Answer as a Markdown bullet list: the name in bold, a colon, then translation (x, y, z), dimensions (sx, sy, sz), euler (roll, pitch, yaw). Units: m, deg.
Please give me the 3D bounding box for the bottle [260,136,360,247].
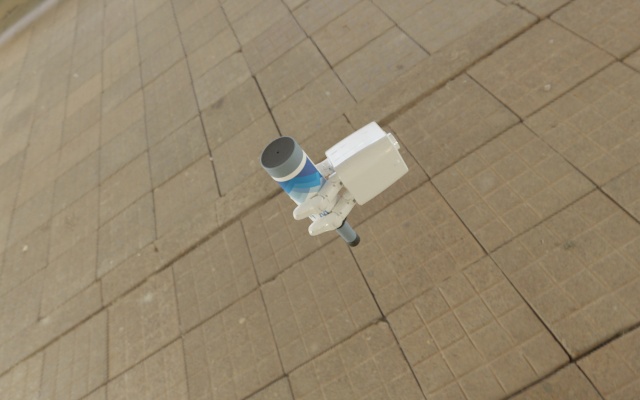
- **bottle**: translation (0.000, 0.003, 0.859), dimensions (0.069, 0.069, 0.296), euler (0, -33, 33)
